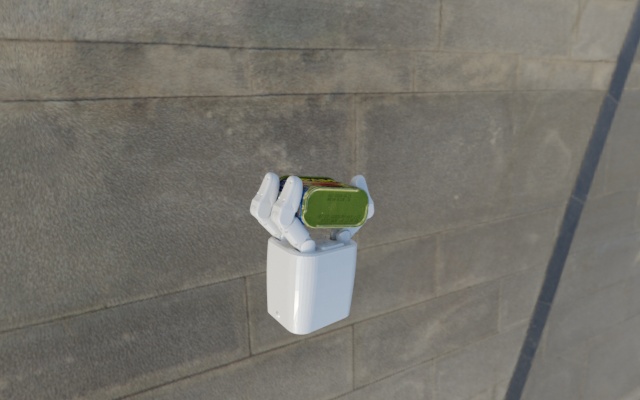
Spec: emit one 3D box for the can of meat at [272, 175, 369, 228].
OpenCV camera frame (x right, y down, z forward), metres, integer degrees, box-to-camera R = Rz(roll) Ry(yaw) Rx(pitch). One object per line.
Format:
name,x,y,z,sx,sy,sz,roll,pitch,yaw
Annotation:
can of meat,0.000,0.002,0.619,0.102,0.057,0.084,1,10,-32
